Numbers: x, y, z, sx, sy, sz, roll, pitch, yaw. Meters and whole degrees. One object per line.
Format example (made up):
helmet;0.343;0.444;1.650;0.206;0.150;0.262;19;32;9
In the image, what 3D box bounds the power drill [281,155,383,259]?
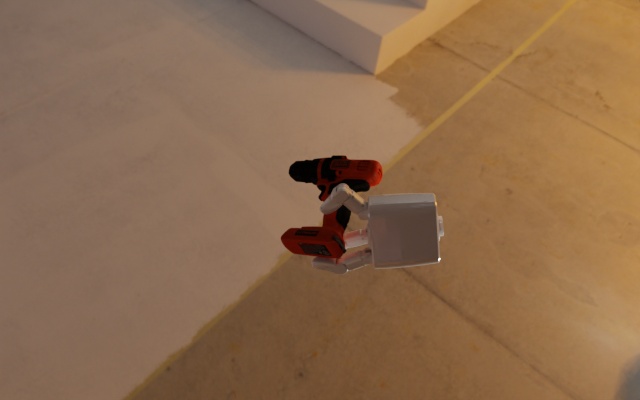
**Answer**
power drill;0.000;0.003;0.823;0.184;0.187;0.057;2;-34;32
